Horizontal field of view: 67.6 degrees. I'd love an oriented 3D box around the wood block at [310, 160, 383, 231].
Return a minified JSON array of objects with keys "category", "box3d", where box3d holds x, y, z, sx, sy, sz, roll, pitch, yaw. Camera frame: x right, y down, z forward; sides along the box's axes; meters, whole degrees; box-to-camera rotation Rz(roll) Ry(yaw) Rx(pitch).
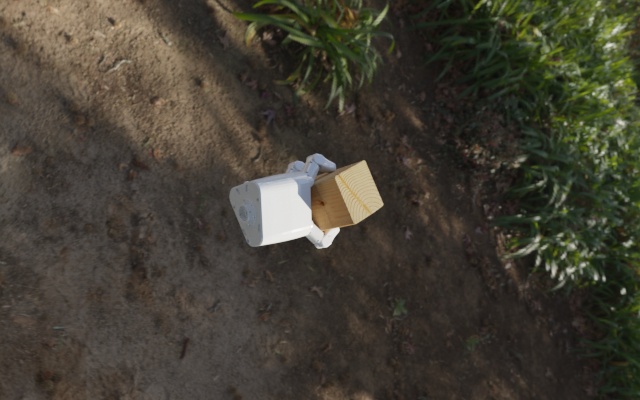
[{"category":"wood block","box3d":[0.000,0.003,0.892,0.206,0.091,0.090,-15,12,47]}]
